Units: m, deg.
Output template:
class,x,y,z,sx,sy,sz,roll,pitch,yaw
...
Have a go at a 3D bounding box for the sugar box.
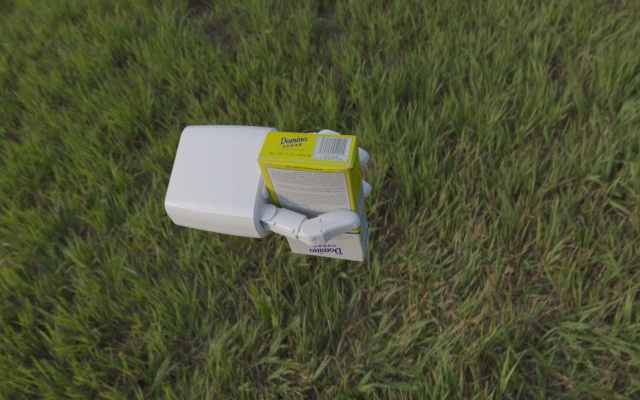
class,x,y,z,sx,sy,sz,roll,pitch,yaw
sugar box,0.000,0.001,0.518,0.093,0.048,0.176,6,-32,13
